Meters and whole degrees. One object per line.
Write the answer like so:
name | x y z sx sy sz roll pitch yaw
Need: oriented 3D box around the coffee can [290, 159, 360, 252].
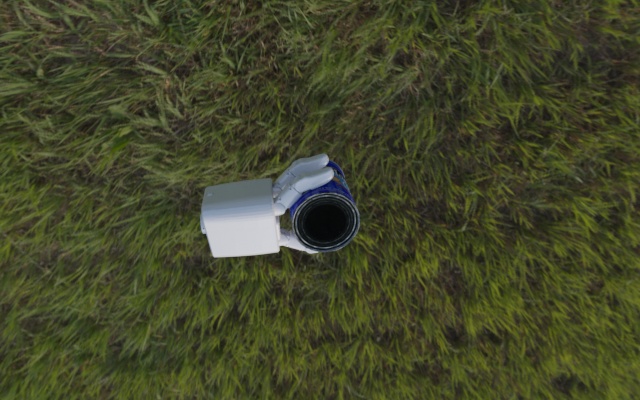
coffee can | 0.000 0.002 0.767 0.103 0.103 0.140 0 27 -8
